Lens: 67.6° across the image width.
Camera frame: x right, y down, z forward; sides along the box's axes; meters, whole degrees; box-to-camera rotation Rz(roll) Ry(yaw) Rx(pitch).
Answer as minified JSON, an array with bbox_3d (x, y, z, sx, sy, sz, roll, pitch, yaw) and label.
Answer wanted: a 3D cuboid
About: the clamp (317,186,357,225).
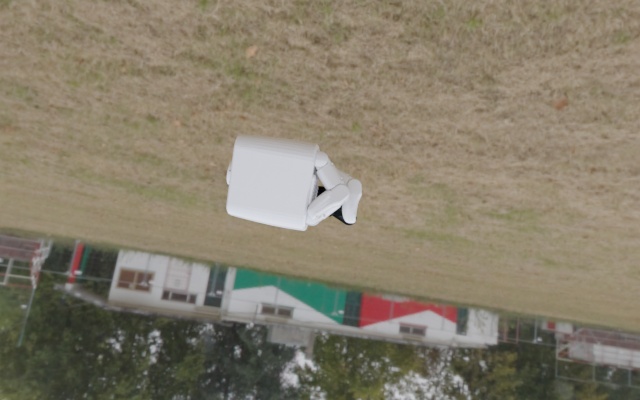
[{"bbox_3d":[0.000,0.003,0.733,0.120,0.039,0.171,12,-12,4],"label":"clamp"}]
